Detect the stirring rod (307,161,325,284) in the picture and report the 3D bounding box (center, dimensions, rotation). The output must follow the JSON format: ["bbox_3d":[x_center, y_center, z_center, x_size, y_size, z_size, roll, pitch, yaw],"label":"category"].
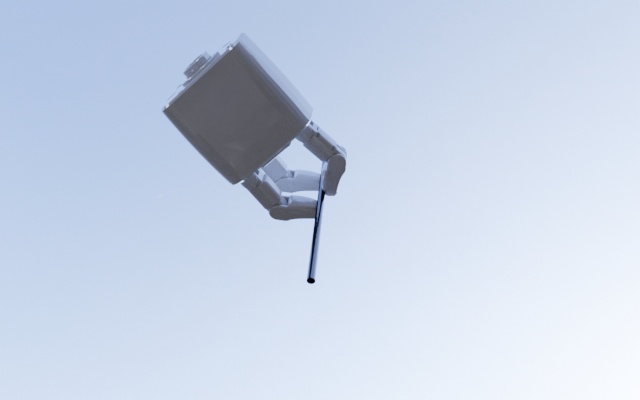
[{"bbox_3d":[0.000,0.002,0.523,0.011,0.011,0.239,0,36,5],"label":"stirring rod"}]
